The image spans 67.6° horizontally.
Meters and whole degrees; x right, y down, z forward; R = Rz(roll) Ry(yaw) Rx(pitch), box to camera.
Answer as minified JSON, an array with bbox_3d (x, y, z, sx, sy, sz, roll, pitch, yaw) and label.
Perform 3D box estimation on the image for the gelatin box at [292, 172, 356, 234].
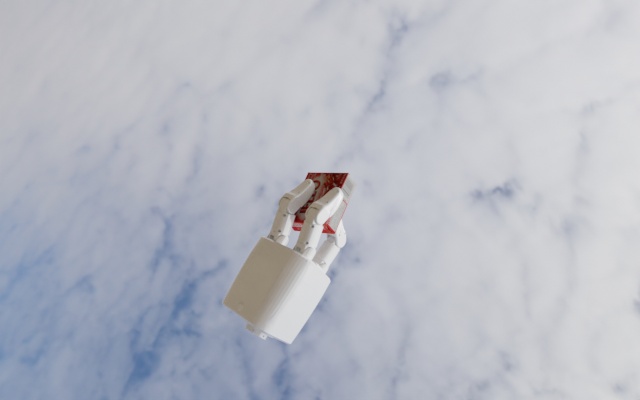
[{"bbox_3d":[0.000,0.002,0.672,0.073,0.089,0.030,3,-33,38],"label":"gelatin box"}]
